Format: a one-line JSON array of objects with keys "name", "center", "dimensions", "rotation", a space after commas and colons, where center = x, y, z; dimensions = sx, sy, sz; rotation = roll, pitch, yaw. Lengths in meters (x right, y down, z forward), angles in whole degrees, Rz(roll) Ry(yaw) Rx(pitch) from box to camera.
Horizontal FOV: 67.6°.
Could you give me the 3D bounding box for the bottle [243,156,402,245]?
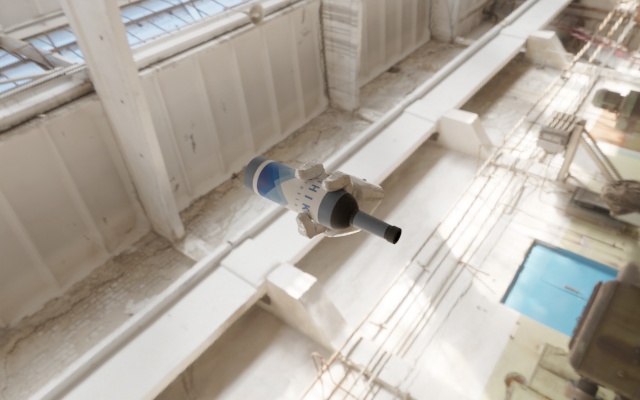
[{"name": "bottle", "center": [0.000, 0.003, 0.797], "dimensions": [0.295, 0.069, 0.069], "rotation": [24, 12, 29]}]
